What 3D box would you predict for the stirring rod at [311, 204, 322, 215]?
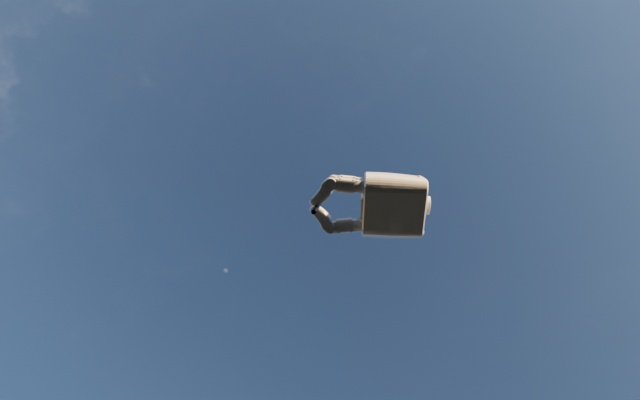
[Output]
[{"bbox_3d":[0.000,0.003,0.878,0.011,0.011,0.239,0,7,5],"label":"stirring rod"}]
